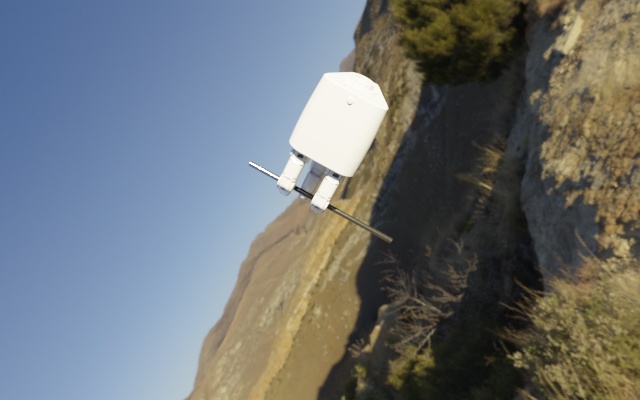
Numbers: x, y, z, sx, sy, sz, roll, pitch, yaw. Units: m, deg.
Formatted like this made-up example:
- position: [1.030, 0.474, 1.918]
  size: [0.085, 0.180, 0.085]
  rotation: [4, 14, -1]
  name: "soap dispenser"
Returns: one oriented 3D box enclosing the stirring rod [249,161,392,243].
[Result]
- position: [0.000, 0.002, 0.712]
  size: [0.239, 0.011, 0.011]
  rotation: [29, 0, 0]
  name: "stirring rod"
